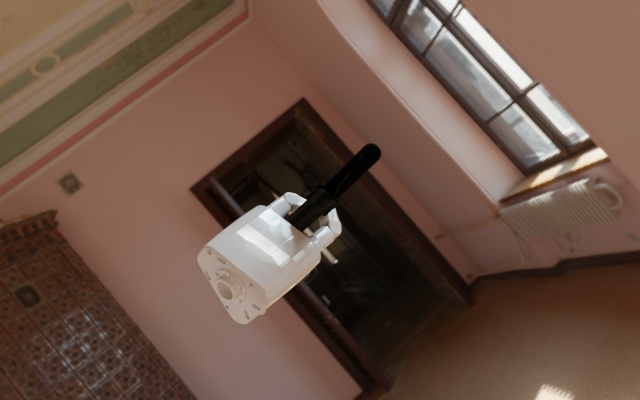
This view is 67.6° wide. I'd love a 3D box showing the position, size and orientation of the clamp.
[{"bbox_3d":[0.000,0.002,0.603,0.120,0.039,0.171,-39,-4,-47],"label":"clamp"}]
